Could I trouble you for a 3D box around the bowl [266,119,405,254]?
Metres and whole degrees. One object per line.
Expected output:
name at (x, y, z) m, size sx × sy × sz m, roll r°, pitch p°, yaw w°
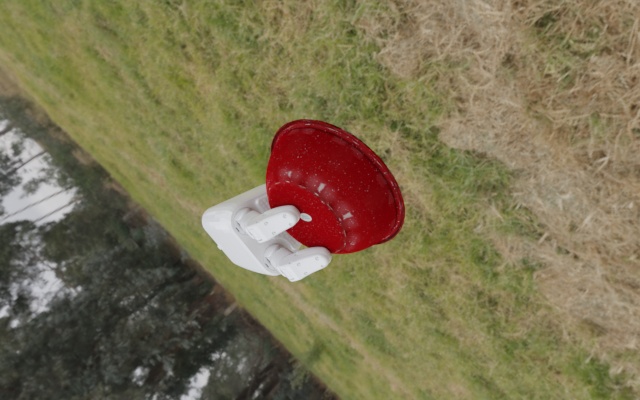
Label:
bowl at (0.000, 0.001, 0.475) m, size 0.162 × 0.162 × 0.055 m, roll 0°, pitch 39°, yaw 45°
